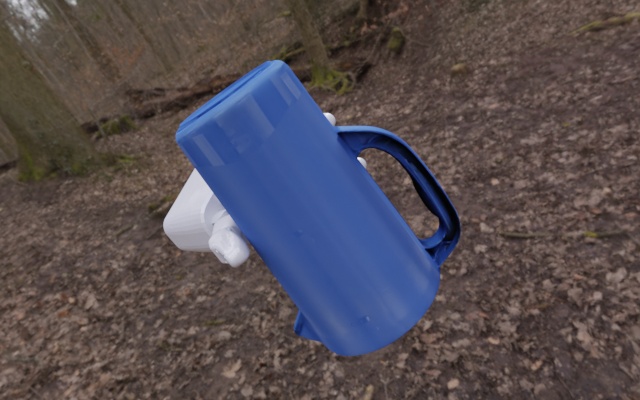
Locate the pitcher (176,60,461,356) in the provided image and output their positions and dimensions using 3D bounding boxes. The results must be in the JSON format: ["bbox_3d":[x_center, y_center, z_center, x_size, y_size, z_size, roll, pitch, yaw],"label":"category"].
[{"bbox_3d":[0.000,0.001,0.417,0.145,0.243,0.149,-10,32,51],"label":"pitcher"}]
